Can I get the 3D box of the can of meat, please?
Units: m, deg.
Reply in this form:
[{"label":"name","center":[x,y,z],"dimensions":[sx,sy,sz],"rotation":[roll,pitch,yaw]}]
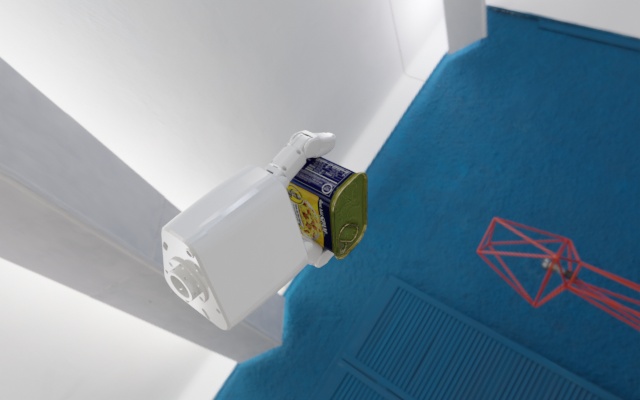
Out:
[{"label":"can of meat","center":[0.000,0.001,0.510],"dimensions":[0.084,0.102,0.057],"rotation":[27,53,28]}]
